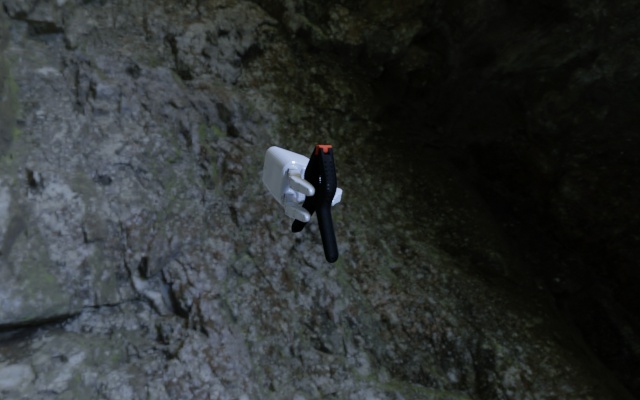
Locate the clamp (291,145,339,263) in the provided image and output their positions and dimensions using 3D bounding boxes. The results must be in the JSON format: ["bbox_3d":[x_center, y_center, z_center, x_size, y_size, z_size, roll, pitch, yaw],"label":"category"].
[{"bbox_3d":[0.001,0.002,0.898,0.036,0.210,0.164,-4,27,-31],"label":"clamp"}]
